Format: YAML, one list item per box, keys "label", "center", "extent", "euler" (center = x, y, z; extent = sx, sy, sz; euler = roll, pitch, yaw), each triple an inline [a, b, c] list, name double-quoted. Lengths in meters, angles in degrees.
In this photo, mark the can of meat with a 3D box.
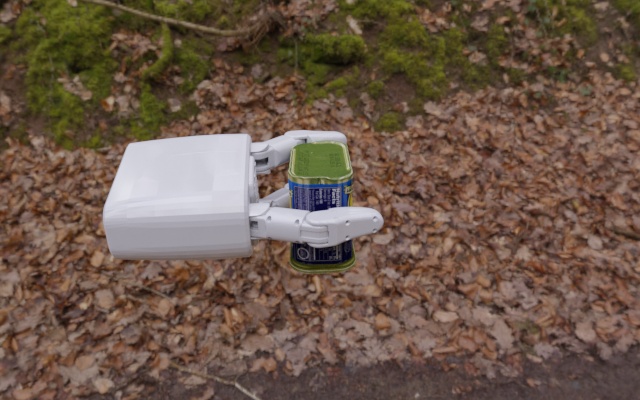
- label: "can of meat"
  center: [0.000, 0.001, 0.418]
  extent: [0.057, 0.084, 0.102]
  euler: [-2, 24, -1]
